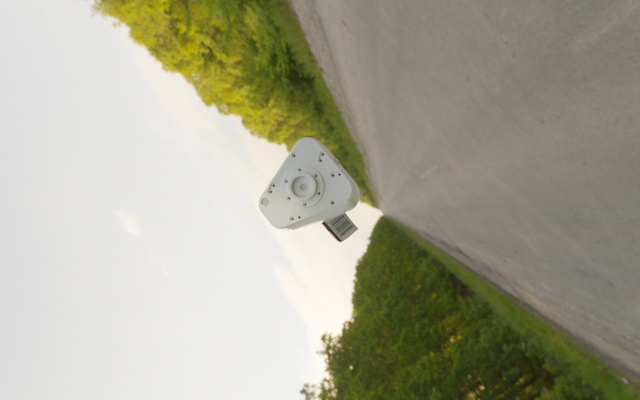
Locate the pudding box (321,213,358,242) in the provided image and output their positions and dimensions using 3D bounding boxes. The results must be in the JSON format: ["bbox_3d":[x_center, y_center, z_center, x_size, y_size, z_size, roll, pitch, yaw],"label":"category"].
[{"bbox_3d":[0.000,0.003,0.730,0.039,0.113,0.090,-39,22,1],"label":"pudding box"}]
